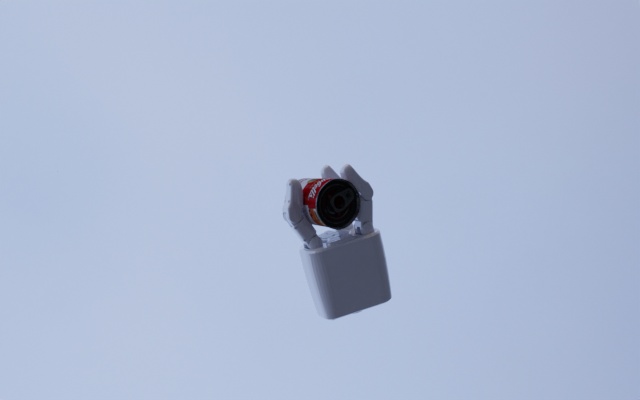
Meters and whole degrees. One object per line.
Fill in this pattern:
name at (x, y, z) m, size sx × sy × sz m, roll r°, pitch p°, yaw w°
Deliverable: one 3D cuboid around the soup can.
soup can at (0.000, 0.002, 0.673) m, size 0.068 × 0.068 × 0.102 m, roll 0°, pitch 3°, yaw -29°
